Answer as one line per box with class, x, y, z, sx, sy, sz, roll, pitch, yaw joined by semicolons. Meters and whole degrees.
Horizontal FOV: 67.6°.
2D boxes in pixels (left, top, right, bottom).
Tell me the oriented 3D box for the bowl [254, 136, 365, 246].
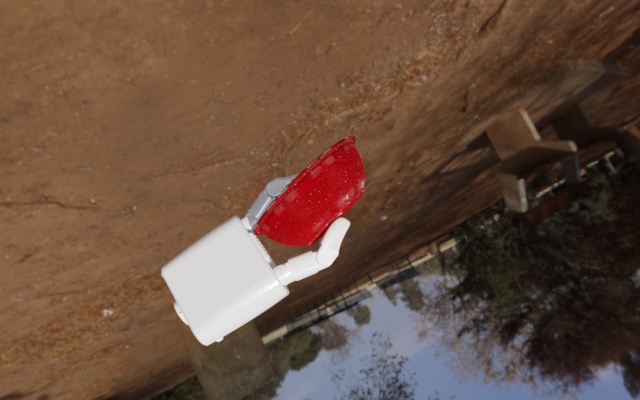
bowl;0.001;0.001;0.550;0.162;0.055;0.162;-44;-6;-6
